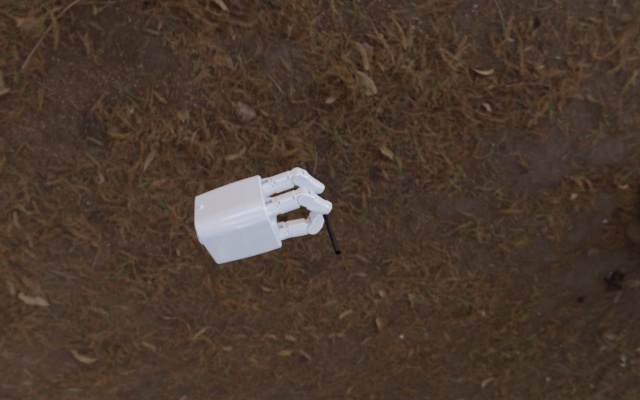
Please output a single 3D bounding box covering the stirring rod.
[{"bbox_3d":[0.000,0.002,0.743,0.011,0.011,0.239,0,35,-14],"label":"stirring rod"}]
